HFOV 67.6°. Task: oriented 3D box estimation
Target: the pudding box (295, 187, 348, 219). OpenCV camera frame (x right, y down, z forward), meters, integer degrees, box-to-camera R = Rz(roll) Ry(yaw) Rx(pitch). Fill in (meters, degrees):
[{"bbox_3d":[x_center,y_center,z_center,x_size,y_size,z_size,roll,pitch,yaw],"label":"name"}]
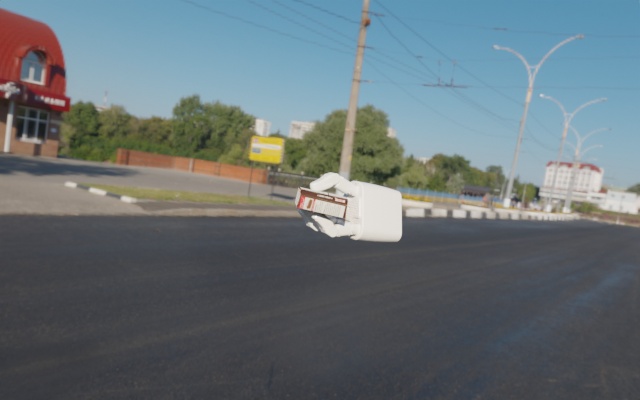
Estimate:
[{"bbox_3d":[0.000,0.003,0.879,0.090,0.039,0.113,12,1,-5],"label":"pudding box"}]
